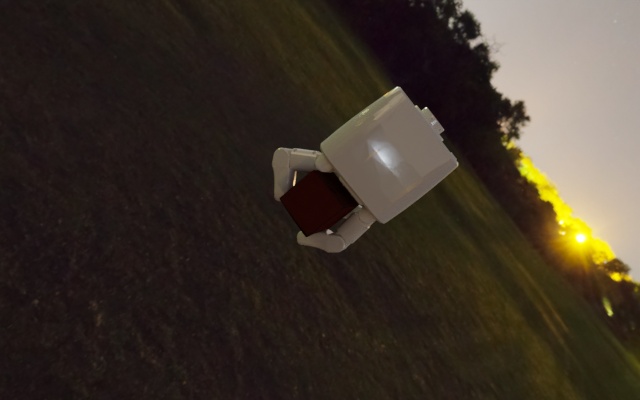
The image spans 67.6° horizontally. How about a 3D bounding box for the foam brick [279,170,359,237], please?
[{"bbox_3d":[0.000,0.002,0.529,0.051,0.053,0.078,-38,-8,15],"label":"foam brick"}]
